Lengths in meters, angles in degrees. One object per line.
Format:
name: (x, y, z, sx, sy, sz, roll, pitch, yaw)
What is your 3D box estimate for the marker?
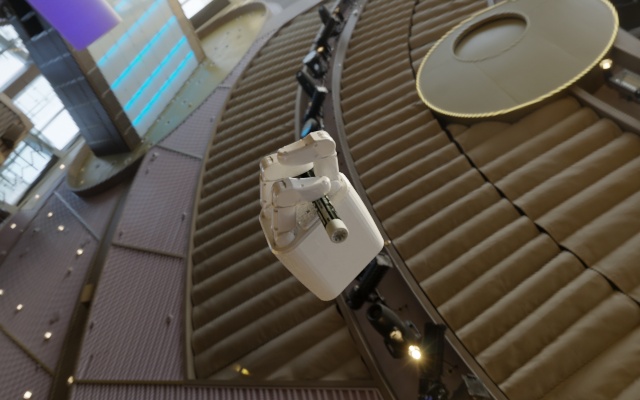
marker: (0.000, 0.002, 0.497, 0.020, 0.020, 0.121, 0, 32, -21)
